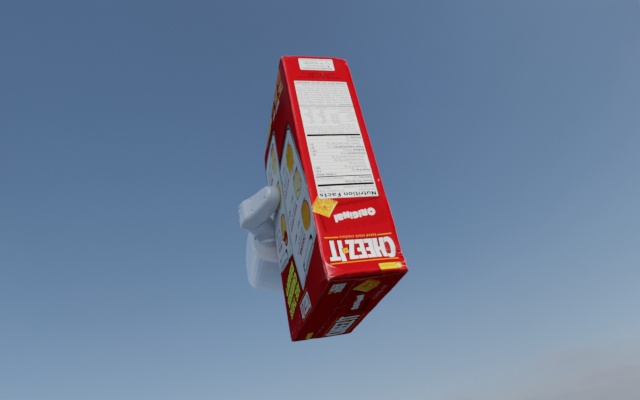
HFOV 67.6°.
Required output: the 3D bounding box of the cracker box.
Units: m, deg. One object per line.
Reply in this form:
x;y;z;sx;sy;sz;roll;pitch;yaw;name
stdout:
0.000;0.001;0.446;0.072;0.213;0.164;-4;-29;-15;cracker box
